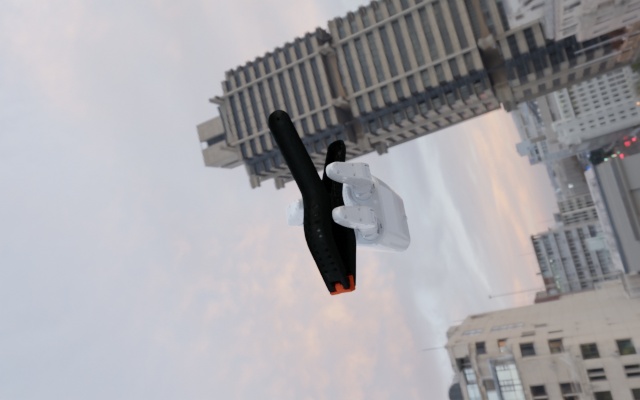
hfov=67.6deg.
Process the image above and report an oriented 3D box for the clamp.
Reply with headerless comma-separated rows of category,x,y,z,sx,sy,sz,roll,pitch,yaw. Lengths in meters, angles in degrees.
clamp,0.000,0.003,0.552,0.036,0.210,0.164,-17,-20,26
